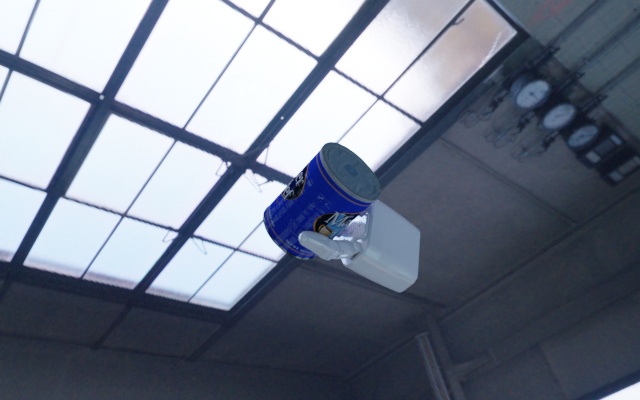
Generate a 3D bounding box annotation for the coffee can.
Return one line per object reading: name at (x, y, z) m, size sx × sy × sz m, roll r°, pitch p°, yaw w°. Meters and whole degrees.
coffee can at (0.000, 0.002, 0.670) m, size 0.103 × 0.102 × 0.140 m, roll 0°, pitch -38°, yaw -51°
